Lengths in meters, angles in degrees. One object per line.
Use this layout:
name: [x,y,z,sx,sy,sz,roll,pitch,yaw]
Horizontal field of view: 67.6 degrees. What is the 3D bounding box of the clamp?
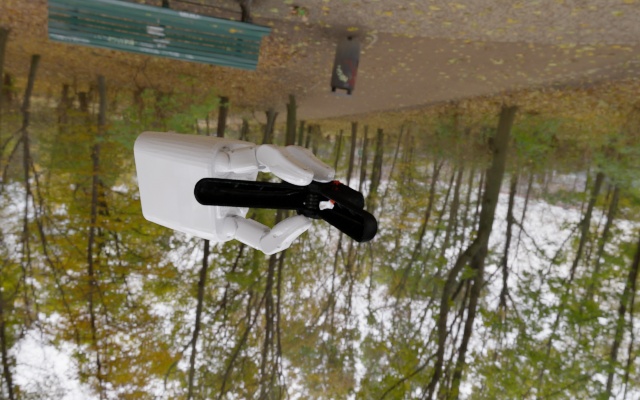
clamp: [0.000,0.002,0.481,0.164,0.036,0.210,15,9,22]
